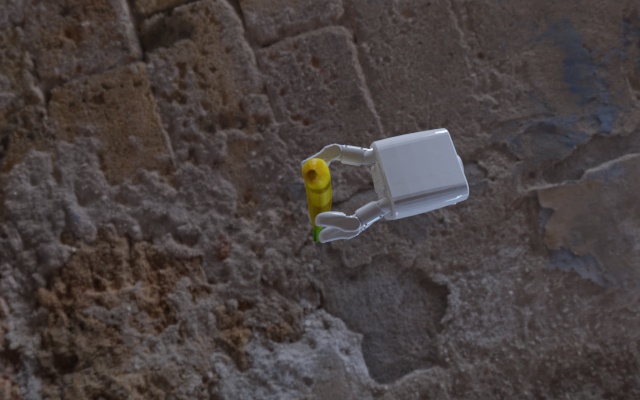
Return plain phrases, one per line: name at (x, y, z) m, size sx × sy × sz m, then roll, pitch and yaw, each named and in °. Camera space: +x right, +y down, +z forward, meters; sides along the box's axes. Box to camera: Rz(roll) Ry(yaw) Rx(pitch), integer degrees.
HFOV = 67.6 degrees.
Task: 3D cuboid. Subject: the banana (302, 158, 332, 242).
banana at (-0.002, -0.013, 0.648) m, size 0.037 × 0.069 × 0.198 m, roll -8°, pitch -28°, yaw -1°
